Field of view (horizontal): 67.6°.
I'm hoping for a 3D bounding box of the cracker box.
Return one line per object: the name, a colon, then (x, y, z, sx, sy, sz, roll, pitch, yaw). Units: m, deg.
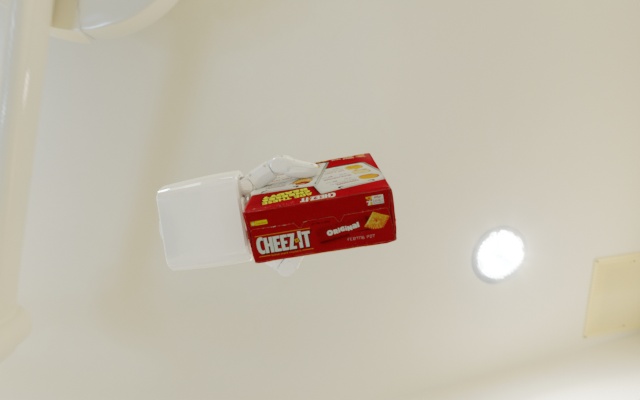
cracker box: (0.000, 0.002, 0.618, 0.164, 0.072, 0.213, -10, 16, 2)
